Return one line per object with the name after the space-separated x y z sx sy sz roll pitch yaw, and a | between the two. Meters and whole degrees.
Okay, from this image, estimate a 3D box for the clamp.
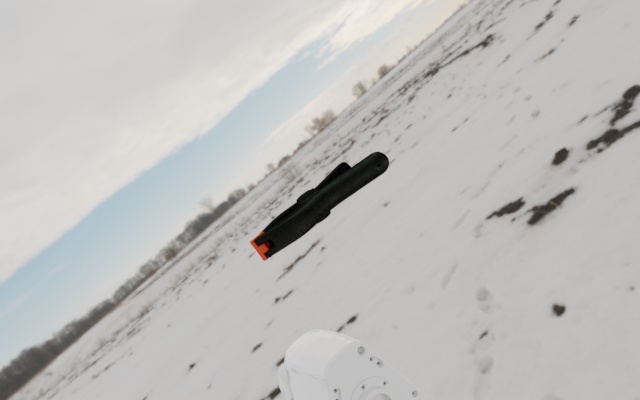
0.000 0.001 0.530 0.171 0.039 0.120 -43 5 -23 | clamp
